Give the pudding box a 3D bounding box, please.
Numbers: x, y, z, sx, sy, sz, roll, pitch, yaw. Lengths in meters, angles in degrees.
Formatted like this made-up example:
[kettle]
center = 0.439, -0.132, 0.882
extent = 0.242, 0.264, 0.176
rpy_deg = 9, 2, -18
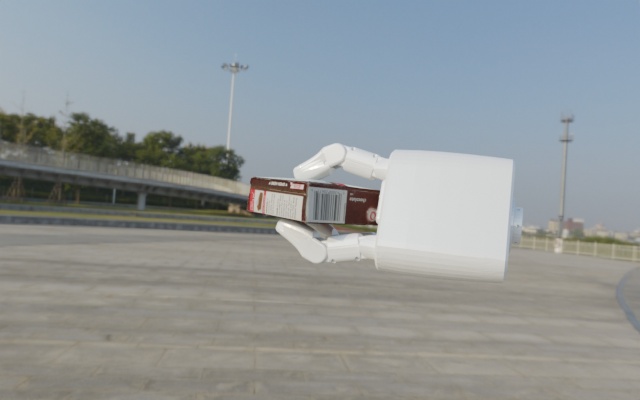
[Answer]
[pudding box]
center = 0.000, 0.001, 0.466
extent = 0.113, 0.039, 0.090
rpy_deg = 7, 0, -42
